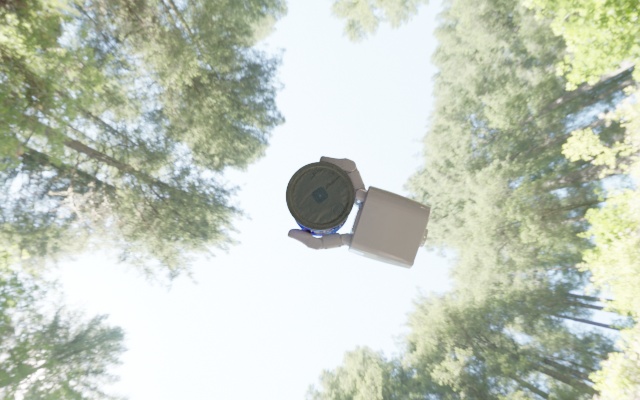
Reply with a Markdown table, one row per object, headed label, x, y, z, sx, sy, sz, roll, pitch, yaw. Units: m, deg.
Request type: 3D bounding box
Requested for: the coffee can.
| label | x | y | z | sx | sy | sz | roll | pitch | yaw |
| --- | --- | --- | --- | --- | --- | --- | --- | --- | --- |
| coffee can | 0.000 | 0.002 | 0.766 | 0.103 | 0.103 | 0.140 | 0 | -8 | 0 |
